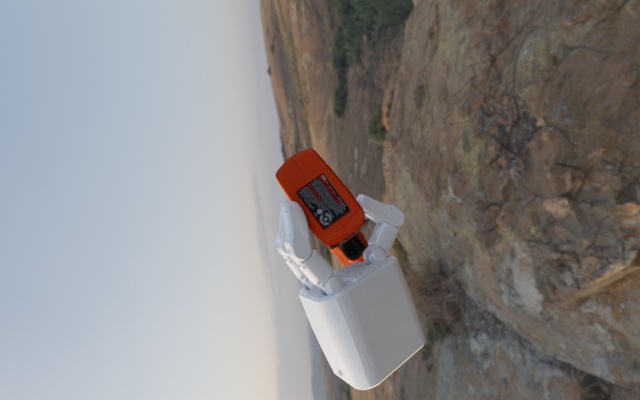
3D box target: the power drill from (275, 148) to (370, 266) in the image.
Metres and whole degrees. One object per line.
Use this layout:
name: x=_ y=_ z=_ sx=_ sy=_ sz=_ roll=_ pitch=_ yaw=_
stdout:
power drill: x=0.000 y=0.002 z=0.584 sx=0.057 sy=0.184 sz=0.188 roll=-38 pitch=-14 yaw=-2
